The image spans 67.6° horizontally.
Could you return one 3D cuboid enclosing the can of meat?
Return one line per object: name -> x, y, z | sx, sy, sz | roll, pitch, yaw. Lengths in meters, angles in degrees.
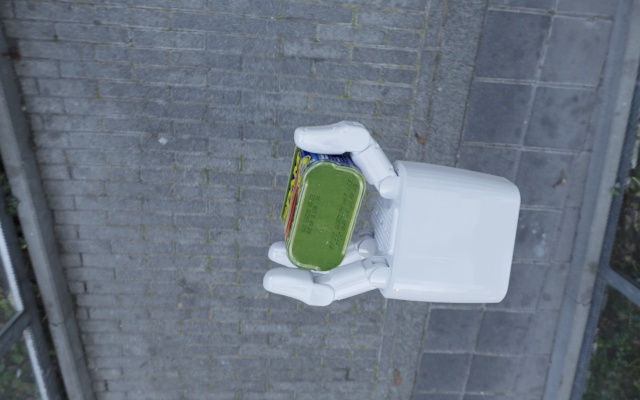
can of meat -> 0.000, 0.001, 0.424 | 0.057, 0.102, 0.084 | 11, 19, -10
